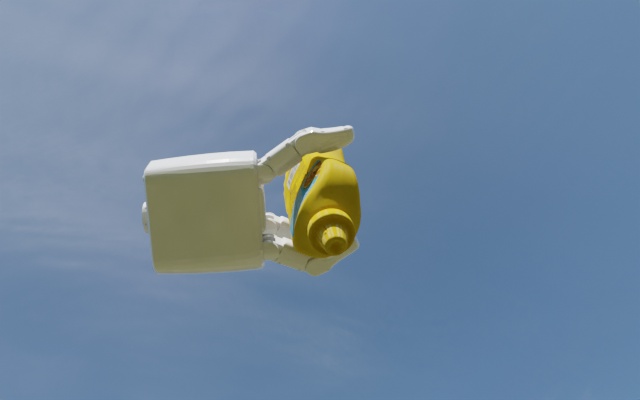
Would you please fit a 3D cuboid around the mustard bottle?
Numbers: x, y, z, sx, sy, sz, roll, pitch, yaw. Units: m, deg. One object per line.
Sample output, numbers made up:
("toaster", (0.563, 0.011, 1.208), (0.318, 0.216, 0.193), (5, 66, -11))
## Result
("mustard bottle", (0.000, 0.002, 0.473), (0.058, 0.096, 0.191), (20, 18, -14))
